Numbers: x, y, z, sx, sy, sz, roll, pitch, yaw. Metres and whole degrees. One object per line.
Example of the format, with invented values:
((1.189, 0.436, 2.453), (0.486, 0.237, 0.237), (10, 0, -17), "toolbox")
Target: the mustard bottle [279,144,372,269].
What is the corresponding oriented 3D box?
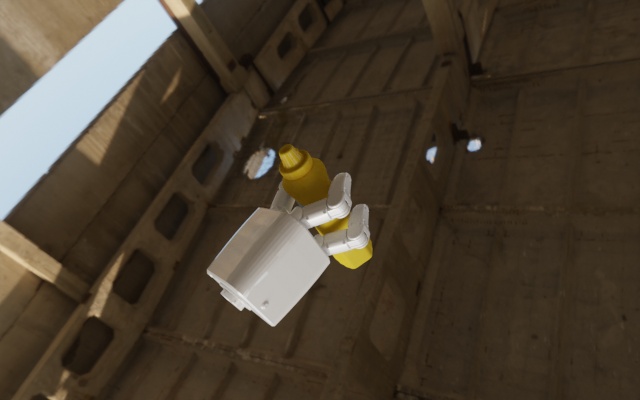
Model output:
((0.000, 0.002, 0.616), (0.058, 0.192, 0.096), (-34, 39, 1), "mustard bottle")
